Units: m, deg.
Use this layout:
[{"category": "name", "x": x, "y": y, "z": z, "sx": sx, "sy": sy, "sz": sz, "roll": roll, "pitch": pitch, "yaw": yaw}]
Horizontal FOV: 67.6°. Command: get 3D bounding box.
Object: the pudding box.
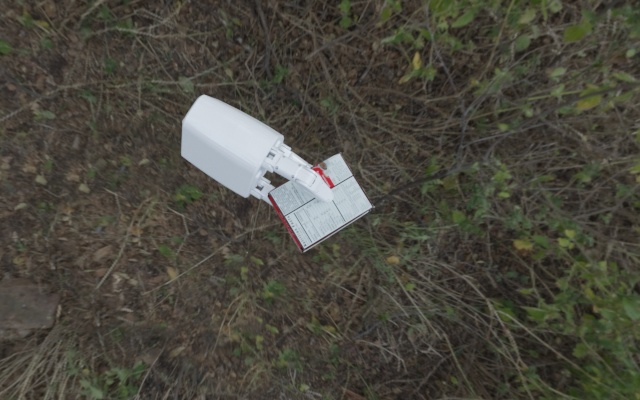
[{"category": "pudding box", "x": 0.000, "y": 0.002, "z": 0.625, "sx": 0.113, "sy": 0.090, "sz": 0.039, "roll": -31, "pitch": -3, "yaw": -9}]
